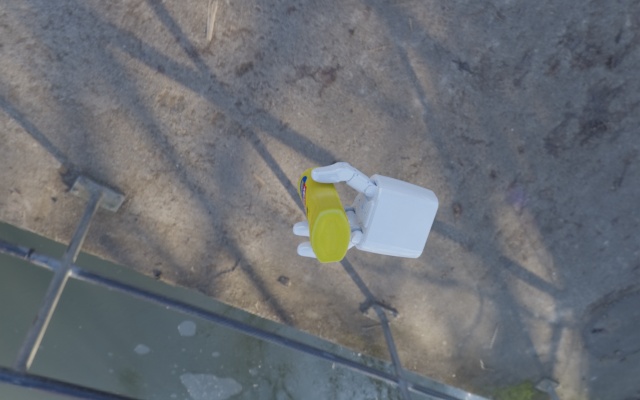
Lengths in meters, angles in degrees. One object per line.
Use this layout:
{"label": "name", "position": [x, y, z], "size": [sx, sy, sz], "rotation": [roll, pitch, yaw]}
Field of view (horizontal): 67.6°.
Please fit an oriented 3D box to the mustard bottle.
{"label": "mustard bottle", "position": [0.000, 0.003, 0.743], "size": [0.058, 0.096, 0.191], "rotation": [-8, 34, -6]}
